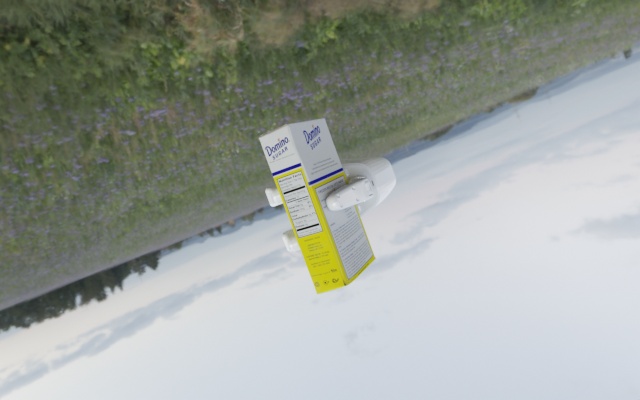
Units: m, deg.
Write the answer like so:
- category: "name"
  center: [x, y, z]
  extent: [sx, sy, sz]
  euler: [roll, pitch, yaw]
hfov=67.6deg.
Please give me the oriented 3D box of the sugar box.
- category: "sugar box"
  center: [0.000, 0.002, 0.522]
  extent: [0.048, 0.176, 0.093]
  euler: [-21, 3, 27]
